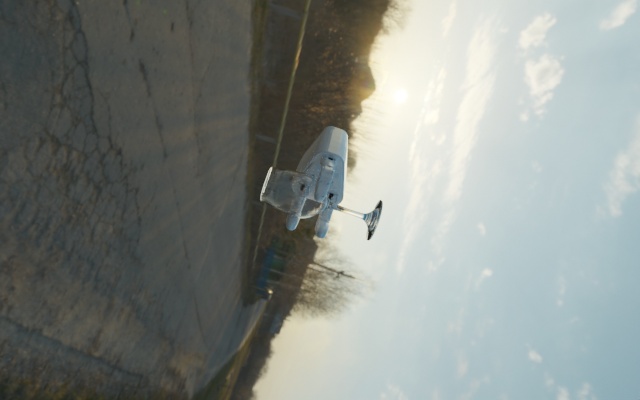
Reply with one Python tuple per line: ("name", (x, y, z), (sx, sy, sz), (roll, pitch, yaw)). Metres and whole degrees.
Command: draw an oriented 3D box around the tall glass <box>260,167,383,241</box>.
("tall glass", (0.001, 0.003, 0.821), (0.201, 0.079, 0.079), (18, -1, -4))
